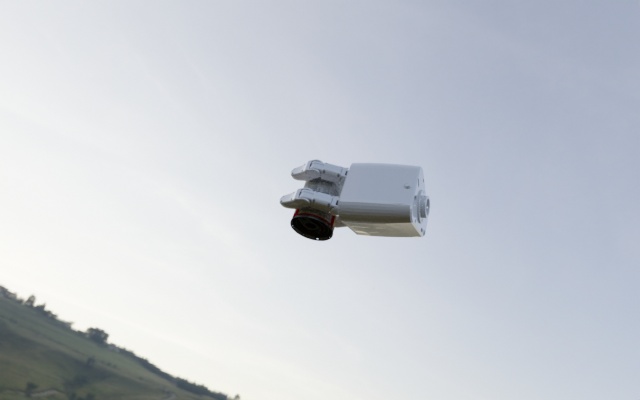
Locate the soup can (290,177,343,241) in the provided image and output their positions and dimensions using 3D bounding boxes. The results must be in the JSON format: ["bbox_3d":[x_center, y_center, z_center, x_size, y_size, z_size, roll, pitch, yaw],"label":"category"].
[{"bbox_3d":[0.000,0.002,0.746,0.068,0.102,0.068,14,-32,8],"label":"soup can"}]
